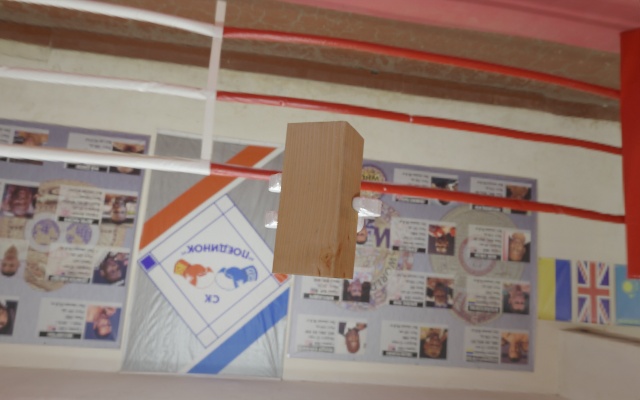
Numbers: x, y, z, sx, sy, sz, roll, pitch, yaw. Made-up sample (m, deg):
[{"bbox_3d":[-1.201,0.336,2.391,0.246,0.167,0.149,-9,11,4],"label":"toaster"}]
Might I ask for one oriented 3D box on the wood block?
[{"bbox_3d":[0.001,0.002,0.666,0.091,0.206,0.090,1,-9,22],"label":"wood block"}]
